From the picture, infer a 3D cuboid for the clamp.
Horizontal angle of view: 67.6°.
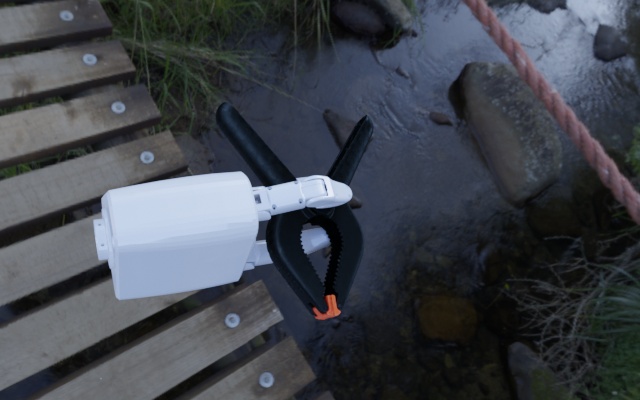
[{"bbox_3d":[0.000,0.002,0.449,0.164,0.210,0.036,-8,-15,-27],"label":"clamp"}]
